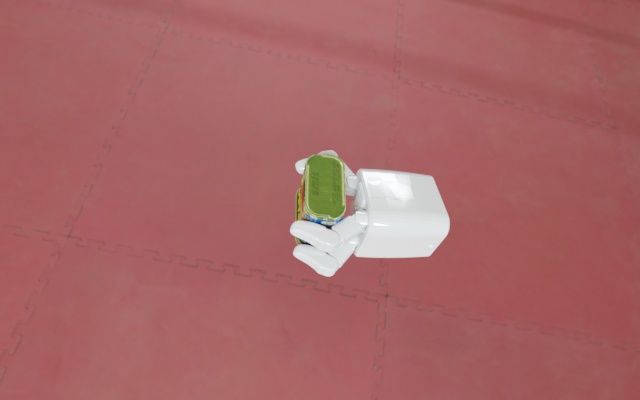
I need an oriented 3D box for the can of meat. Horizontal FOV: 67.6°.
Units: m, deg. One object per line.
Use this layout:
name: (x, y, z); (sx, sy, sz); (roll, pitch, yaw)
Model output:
can of meat: (0.000, 0.002, 0.625); (0.057, 0.102, 0.084); (5, -32, -8)
